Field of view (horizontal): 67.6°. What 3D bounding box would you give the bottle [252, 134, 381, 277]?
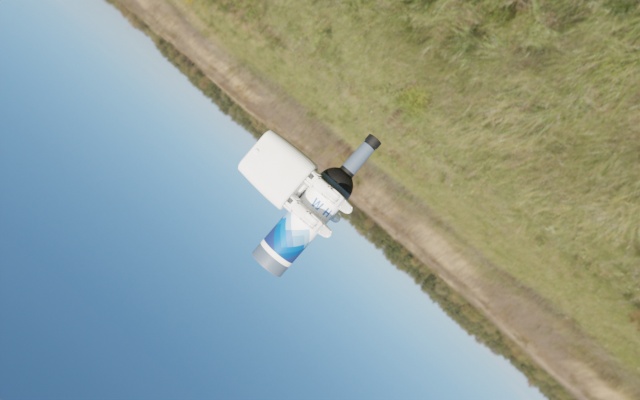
[{"bbox_3d":[0.000,0.003,0.841,0.069,0.296,0.069,41,2,-2],"label":"bottle"}]
